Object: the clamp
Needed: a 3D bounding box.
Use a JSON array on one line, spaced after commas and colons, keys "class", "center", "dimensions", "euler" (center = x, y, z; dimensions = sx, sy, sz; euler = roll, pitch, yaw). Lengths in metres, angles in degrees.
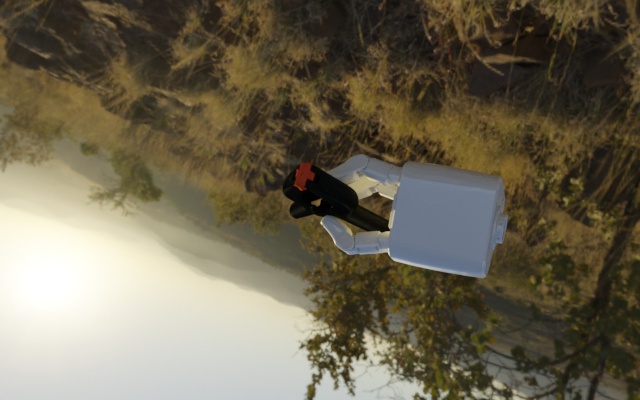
[{"class": "clamp", "center": [0.000, 0.003, 0.613], "dimensions": [0.164, 0.036, 0.210], "euler": [10, -15, 26]}]
